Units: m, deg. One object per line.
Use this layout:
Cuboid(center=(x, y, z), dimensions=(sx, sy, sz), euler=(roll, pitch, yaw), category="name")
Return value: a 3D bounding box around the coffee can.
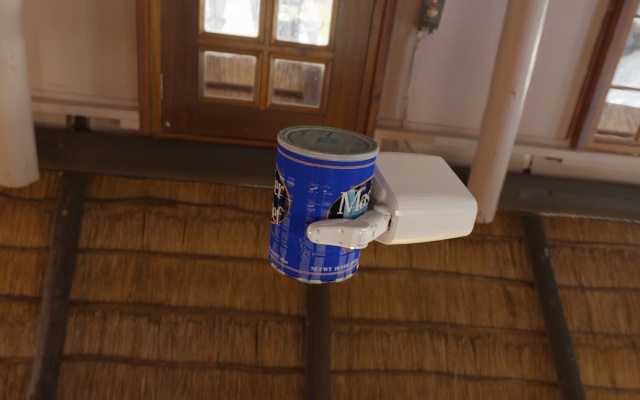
Cuboid(center=(0.000, 0.002, 0.508), dimensions=(0.103, 0.140, 0.102), euler=(6, 22, -3), category="coffee can")
